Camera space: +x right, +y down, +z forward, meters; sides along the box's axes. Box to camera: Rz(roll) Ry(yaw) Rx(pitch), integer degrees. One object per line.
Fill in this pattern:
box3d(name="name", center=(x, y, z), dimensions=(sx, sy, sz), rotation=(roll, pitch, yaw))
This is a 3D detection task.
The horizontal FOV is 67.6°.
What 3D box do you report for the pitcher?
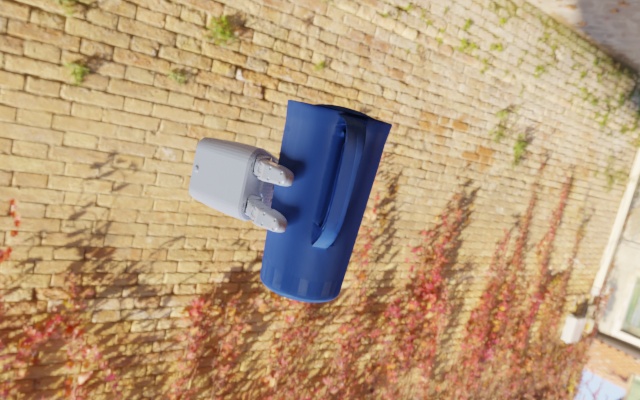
box3d(name="pitcher", center=(0.000, 0.002, 0.600), dimensions=(0.145, 0.243, 0.149), rotation=(18, 10, 30))
